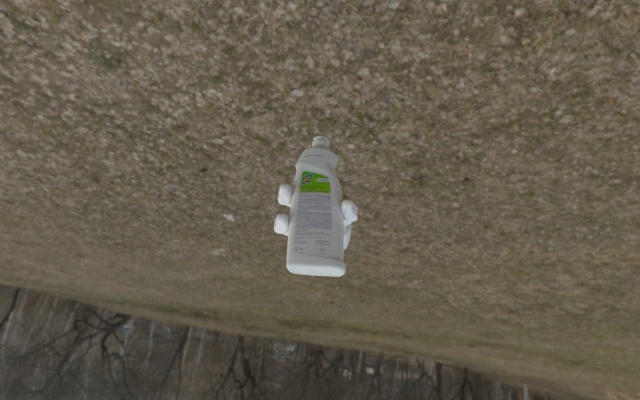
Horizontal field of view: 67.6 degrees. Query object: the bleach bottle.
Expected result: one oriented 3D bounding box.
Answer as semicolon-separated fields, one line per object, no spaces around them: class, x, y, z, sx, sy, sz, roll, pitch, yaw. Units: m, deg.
bleach bottle;0.000;0.003;0.842;0.102;0.250;0.068;3;-22;5
